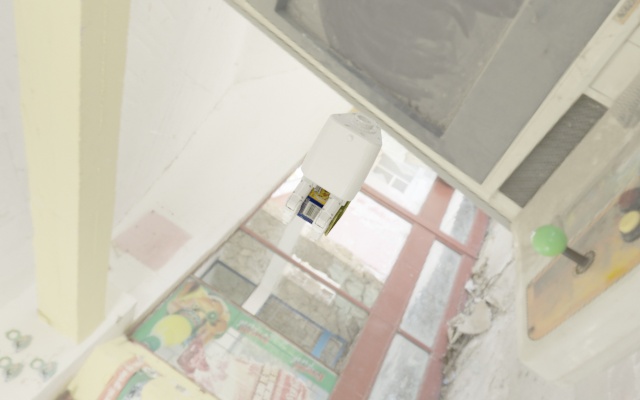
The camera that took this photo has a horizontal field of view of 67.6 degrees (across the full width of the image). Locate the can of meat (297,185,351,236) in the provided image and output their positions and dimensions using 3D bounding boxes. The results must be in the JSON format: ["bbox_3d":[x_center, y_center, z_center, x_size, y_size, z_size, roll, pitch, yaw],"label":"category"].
[{"bbox_3d":[0.000,0.003,0.815,0.084,0.057,0.102,32,31,6],"label":"can of meat"}]
